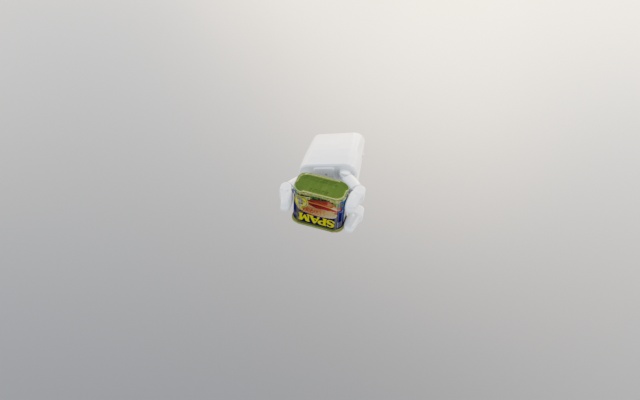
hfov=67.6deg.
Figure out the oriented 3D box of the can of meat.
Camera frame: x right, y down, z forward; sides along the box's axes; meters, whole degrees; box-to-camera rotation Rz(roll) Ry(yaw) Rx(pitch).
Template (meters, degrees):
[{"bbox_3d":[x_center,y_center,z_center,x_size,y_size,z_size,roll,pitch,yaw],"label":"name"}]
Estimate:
[{"bbox_3d":[0.000,0.003,0.865,0.102,0.084,0.057,14,47,10],"label":"can of meat"}]
